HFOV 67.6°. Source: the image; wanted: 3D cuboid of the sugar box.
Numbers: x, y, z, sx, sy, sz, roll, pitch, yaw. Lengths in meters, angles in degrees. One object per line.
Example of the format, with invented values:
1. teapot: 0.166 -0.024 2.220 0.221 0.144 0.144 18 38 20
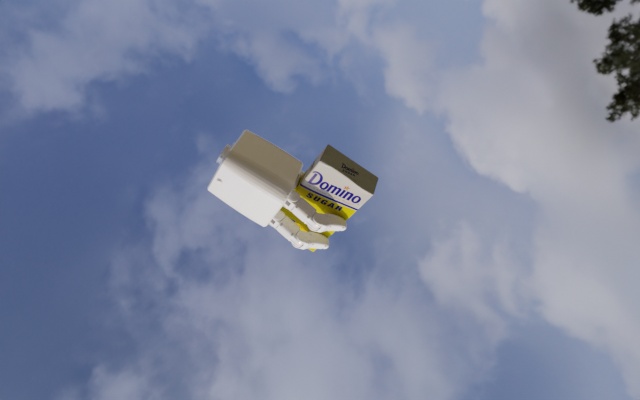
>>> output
1. sugar box: 0.000 0.003 0.732 0.093 0.048 0.176 32 -43 -9
